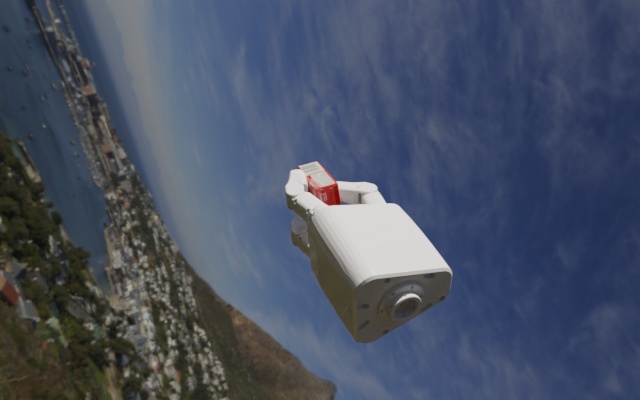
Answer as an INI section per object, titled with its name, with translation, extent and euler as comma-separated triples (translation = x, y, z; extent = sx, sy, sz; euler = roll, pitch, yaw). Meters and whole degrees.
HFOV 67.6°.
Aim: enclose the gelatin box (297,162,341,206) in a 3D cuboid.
[gelatin box]
translation = 0.000, 0.002, 0.578
extent = 0.030, 0.073, 0.089
euler = -15, 25, -11
